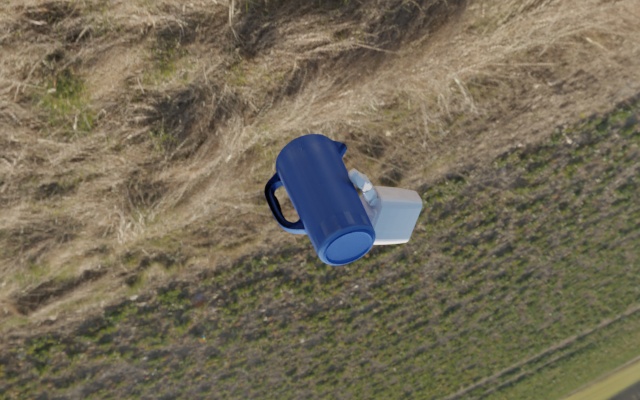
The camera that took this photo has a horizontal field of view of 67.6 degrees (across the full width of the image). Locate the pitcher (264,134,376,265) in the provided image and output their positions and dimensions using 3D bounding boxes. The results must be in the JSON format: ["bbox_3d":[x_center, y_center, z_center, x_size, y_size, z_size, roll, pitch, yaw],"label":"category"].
[{"bbox_3d":[0.000,0.003,0.898,0.145,0.149,0.242,5,42,-31],"label":"pitcher"}]
